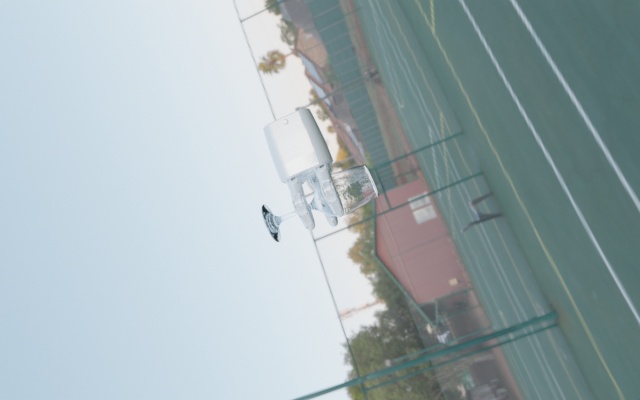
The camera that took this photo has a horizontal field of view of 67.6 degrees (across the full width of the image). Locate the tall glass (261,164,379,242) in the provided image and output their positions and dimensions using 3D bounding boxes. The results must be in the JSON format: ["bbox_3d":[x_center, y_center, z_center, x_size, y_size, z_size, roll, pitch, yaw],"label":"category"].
[{"bbox_3d":[0.000,0.003,0.852,0.201,0.079,0.079,-23,-4,9],"label":"tall glass"}]
